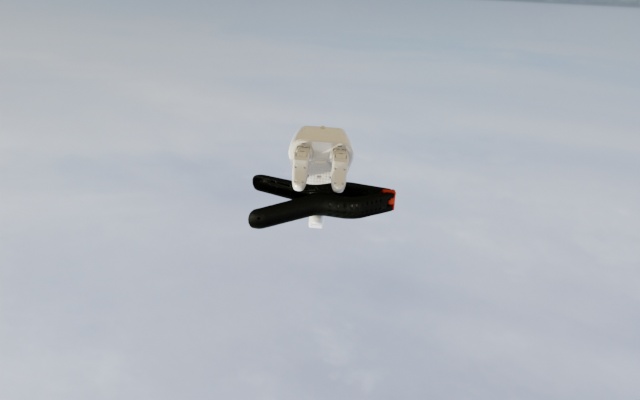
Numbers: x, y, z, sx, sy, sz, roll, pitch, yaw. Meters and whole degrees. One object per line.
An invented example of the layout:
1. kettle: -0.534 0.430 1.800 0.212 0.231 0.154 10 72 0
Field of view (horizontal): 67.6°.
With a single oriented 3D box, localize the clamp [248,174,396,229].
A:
1. clamp: 0.001 0.003 0.655 0.210 0.036 0.164 3 21 0
